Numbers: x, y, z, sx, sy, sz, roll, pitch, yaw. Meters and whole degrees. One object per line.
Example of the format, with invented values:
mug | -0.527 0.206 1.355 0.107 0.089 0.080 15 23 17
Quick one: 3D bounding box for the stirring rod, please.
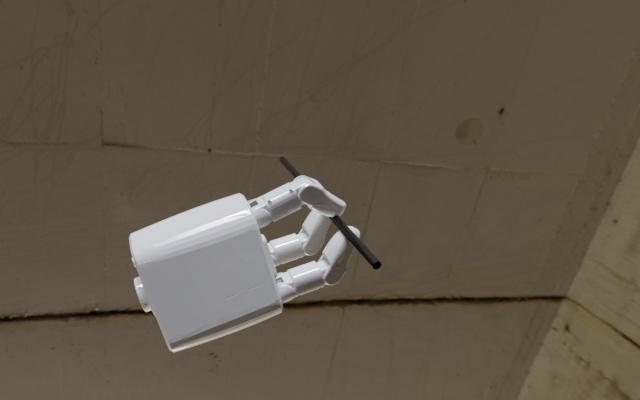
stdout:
stirring rod | 0.000 0.002 0.496 0.011 0.011 0.239 0 26 -26
